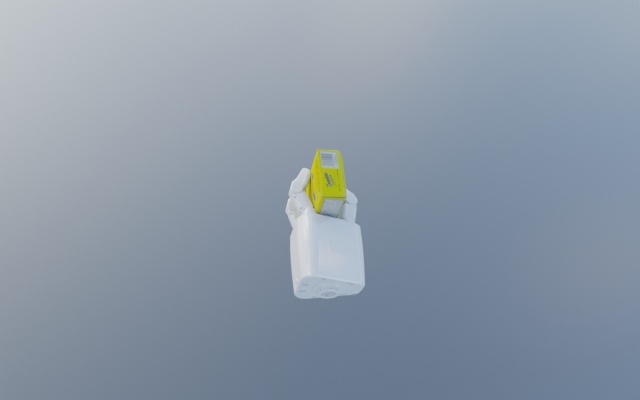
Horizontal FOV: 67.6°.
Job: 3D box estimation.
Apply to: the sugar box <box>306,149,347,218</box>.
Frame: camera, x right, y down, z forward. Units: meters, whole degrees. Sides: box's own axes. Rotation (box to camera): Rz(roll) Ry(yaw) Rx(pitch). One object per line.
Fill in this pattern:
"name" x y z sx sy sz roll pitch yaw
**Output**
"sugar box" 0.000 0.003 0.811 0.048 0.093 0.176 3 -33 -14
